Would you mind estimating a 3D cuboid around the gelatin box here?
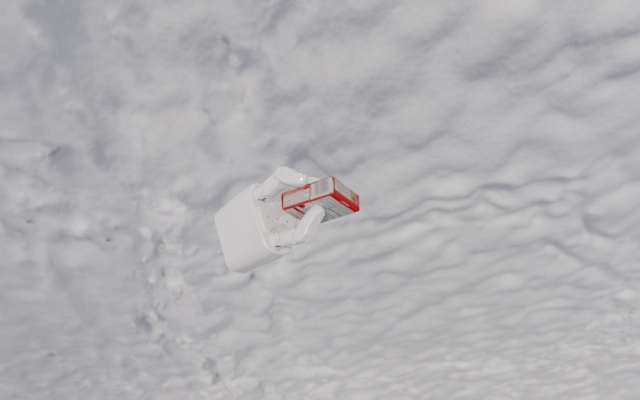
[{"bbox_3d":[0.000,0.003,0.681,0.089,0.030,0.073,-18,-31,29],"label":"gelatin box"}]
